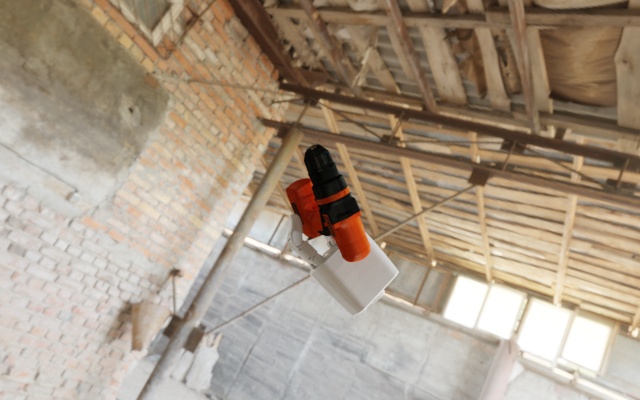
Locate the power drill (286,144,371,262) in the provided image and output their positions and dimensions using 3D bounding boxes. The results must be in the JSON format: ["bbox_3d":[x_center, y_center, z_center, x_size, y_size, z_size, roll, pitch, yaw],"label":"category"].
[{"bbox_3d":[0.000,0.003,0.765,0.057,0.184,0.187,-24,10,-15],"label":"power drill"}]
